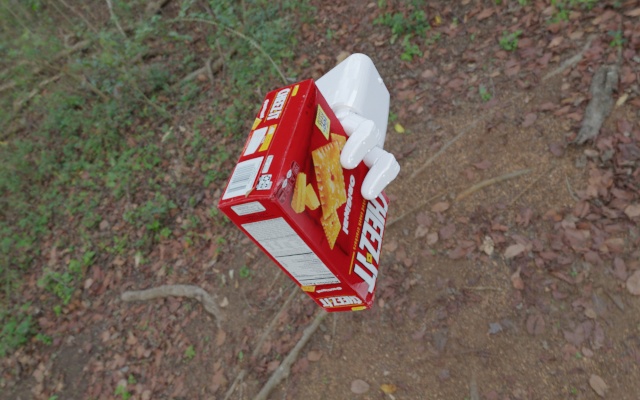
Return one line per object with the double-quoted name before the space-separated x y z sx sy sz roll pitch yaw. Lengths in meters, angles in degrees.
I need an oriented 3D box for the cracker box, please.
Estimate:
"cracker box" 0.000 0.002 0.534 0.072 0.164 0.214 -10 -43 31
